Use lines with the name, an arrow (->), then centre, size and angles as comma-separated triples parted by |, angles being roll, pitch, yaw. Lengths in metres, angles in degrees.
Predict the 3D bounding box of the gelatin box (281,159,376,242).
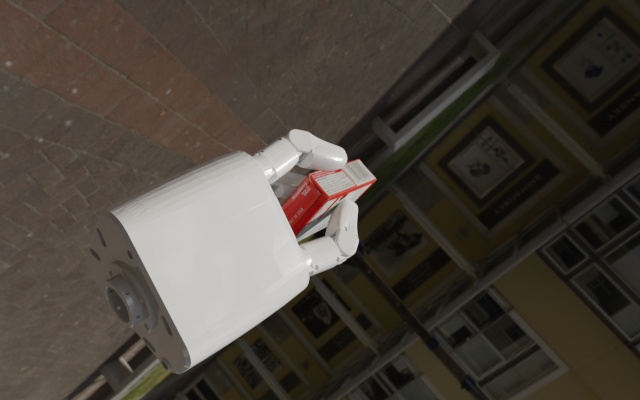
gelatin box -> 0.001, 0.002, 0.431 | 0.073, 0.030, 0.089 | -47, -14, 33
